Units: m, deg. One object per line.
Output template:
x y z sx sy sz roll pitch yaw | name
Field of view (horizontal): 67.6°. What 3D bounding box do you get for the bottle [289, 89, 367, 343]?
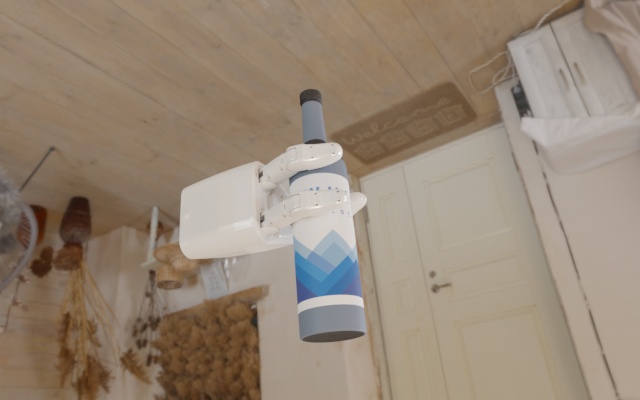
0.000 0.002 0.532 0.069 0.295 0.069 -5 -25 -2 | bottle
